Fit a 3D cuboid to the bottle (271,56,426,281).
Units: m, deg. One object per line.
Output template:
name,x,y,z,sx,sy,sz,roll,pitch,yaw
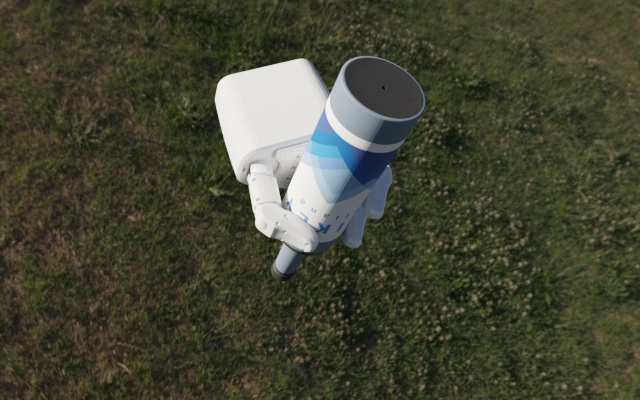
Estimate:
bottle,0.000,0.001,0.453,0.069,0.069,0.296,0,-34,-22
